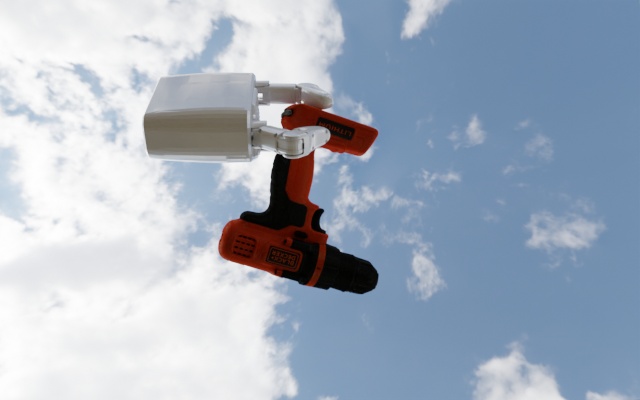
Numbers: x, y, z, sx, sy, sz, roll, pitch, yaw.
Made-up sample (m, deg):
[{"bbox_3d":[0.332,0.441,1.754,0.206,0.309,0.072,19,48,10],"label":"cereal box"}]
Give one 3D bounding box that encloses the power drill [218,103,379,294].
[{"bbox_3d":[0.000,0.001,0.525,0.184,0.187,0.057,17,0,-16],"label":"power drill"}]
